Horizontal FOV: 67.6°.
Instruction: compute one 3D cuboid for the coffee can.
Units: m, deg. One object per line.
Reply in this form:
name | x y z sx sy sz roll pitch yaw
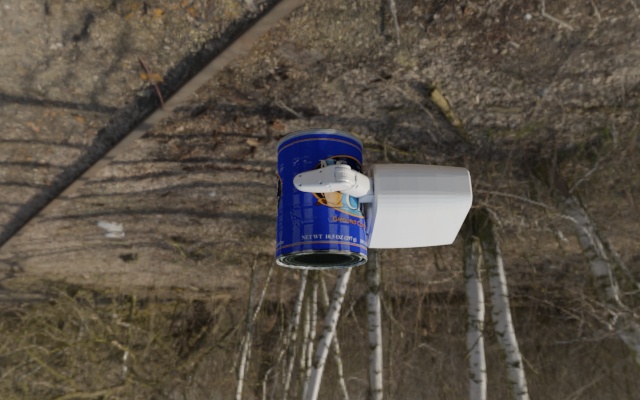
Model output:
coffee can | 0.000 0.002 0.551 0.103 0.140 0.103 -1 -18 0
